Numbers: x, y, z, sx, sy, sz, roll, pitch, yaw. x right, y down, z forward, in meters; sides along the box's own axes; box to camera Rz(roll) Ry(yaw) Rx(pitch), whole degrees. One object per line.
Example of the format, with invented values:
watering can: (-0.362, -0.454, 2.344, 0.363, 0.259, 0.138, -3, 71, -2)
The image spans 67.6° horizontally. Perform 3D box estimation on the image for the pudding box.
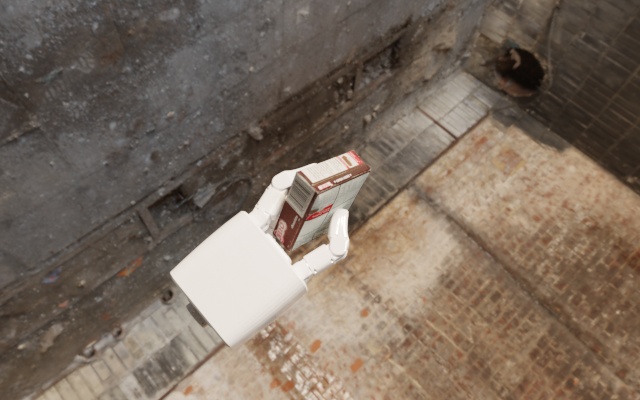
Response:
pudding box: (0.000, 0.002, 0.562, 0.090, 0.039, 0.114, -25, -25, -38)
